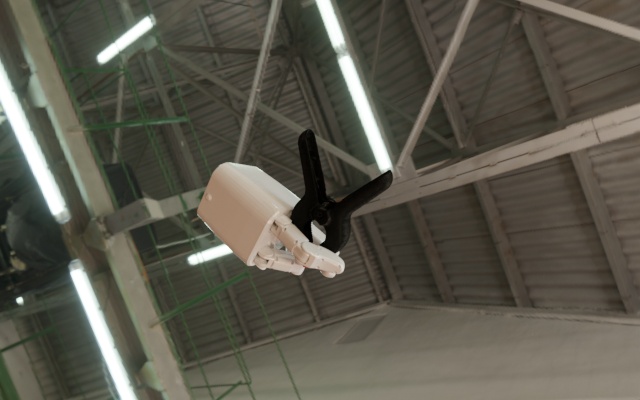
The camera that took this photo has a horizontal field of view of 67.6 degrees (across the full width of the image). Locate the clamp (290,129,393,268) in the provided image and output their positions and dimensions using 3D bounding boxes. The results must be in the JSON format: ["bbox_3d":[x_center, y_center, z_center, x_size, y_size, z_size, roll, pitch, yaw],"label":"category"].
[{"bbox_3d":[0.000,0.002,0.577,0.120,0.171,0.039,40,30,17],"label":"clamp"}]
